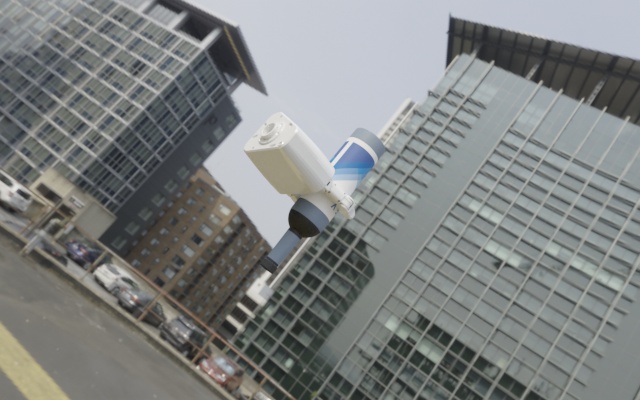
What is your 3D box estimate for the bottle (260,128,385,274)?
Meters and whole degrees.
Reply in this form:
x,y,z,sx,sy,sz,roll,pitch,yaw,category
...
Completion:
x,y,z,sx,sy,sz,roll,pitch,yaw,category
0.000,0.003,0.823,0.069,0.295,0.069,36,-15,11,bottle
